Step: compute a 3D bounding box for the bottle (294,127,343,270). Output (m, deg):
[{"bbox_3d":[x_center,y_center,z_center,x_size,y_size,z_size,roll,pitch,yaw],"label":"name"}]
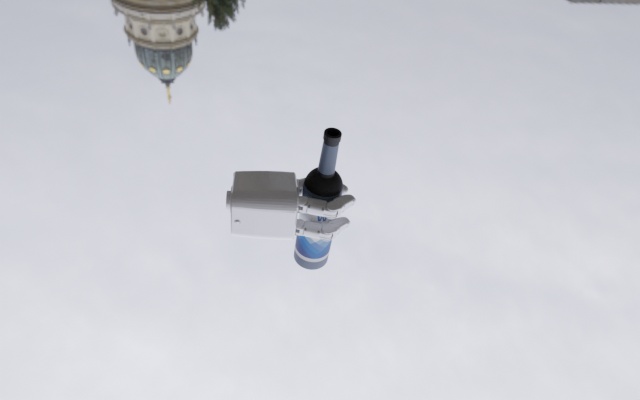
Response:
[{"bbox_3d":[0.000,0.003,0.818,0.069,0.296,0.069,5,44,-5],"label":"bottle"}]
